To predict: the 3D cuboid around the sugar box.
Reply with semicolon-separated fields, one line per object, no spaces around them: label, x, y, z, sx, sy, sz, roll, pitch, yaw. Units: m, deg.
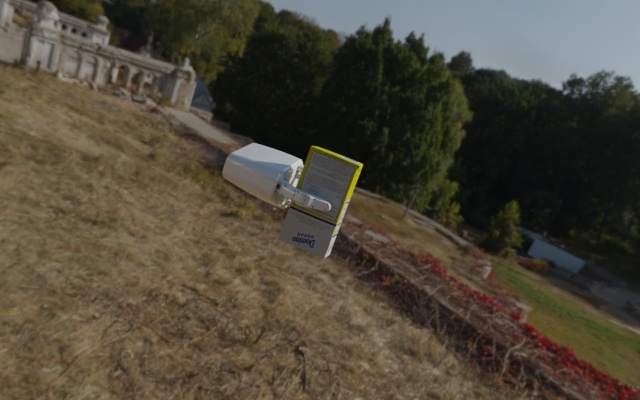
sugar box;0.000;0.003;0.838;0.093;0.176;0.048;23;12;13
